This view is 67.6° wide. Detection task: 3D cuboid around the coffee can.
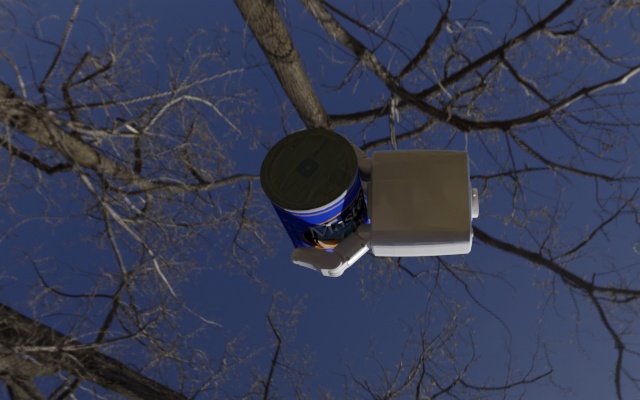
[{"bbox_3d":[0.000,0.002,0.547,0.103,0.102,0.140,0,-31,13],"label":"coffee can"}]
